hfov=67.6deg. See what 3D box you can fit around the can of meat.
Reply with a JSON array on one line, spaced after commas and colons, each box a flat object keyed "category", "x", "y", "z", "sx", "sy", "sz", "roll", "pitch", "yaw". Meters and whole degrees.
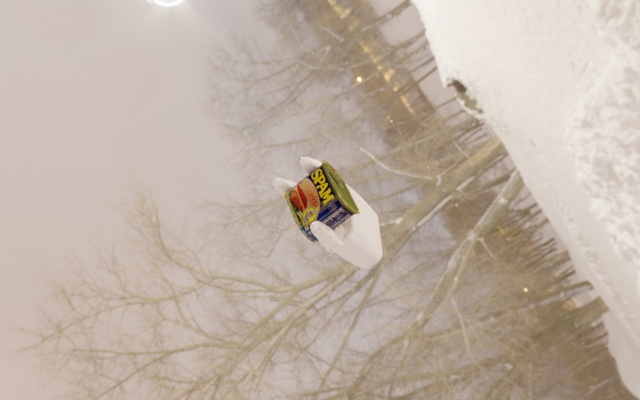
[{"category": "can of meat", "x": 0.000, "y": 0.003, "z": 0.735, "sx": 0.084, "sy": 0.102, "sz": 0.057, "roll": -38, "pitch": -43, "yaw": 15}]
